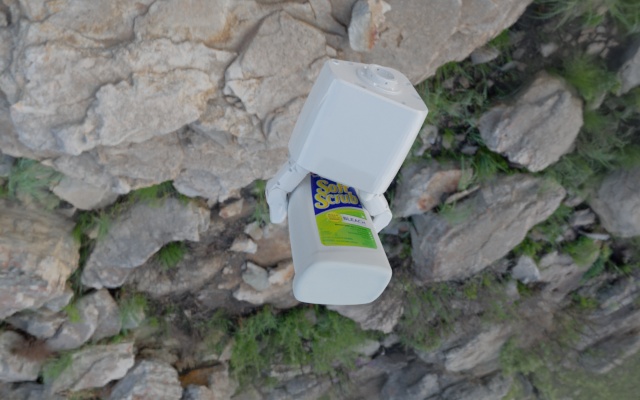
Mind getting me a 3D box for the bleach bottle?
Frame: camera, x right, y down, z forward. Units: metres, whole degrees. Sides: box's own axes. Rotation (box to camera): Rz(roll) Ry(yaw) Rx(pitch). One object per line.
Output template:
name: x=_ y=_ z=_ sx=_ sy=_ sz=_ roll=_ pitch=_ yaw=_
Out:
bleach bottle: x=0.000 y=0.002 z=0.564 sx=0.102 sy=0.068 sz=0.250 roll=8 pitch=40 yaw=-23
